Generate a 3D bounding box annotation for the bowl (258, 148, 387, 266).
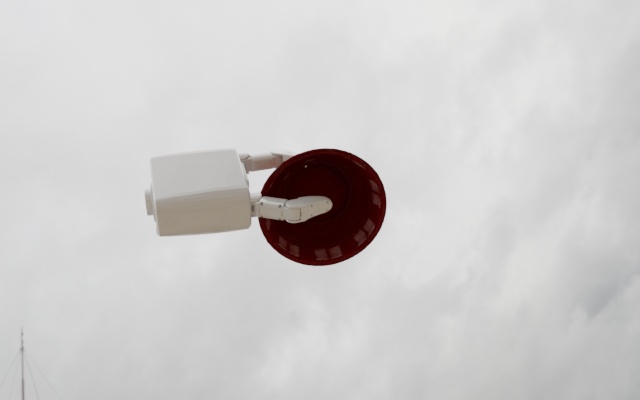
[{"bbox_3d":[0.001,0.002,0.612,0.162,0.162,0.055,0,25,-8],"label":"bowl"}]
